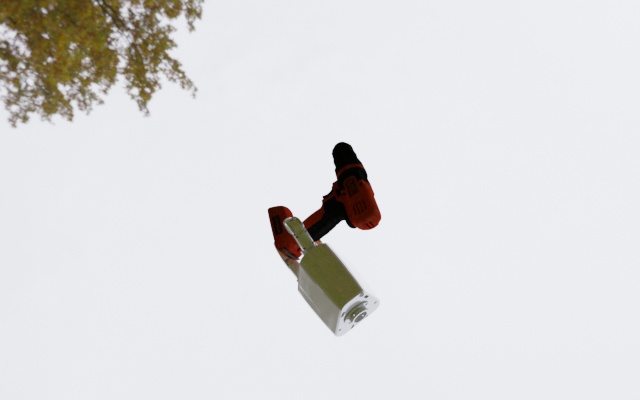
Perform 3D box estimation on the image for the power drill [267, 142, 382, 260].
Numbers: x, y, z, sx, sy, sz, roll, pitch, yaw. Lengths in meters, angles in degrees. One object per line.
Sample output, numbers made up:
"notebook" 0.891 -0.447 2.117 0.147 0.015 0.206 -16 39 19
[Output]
"power drill" 0.000 0.003 0.814 0.188 0.184 0.057 -32 -43 18
